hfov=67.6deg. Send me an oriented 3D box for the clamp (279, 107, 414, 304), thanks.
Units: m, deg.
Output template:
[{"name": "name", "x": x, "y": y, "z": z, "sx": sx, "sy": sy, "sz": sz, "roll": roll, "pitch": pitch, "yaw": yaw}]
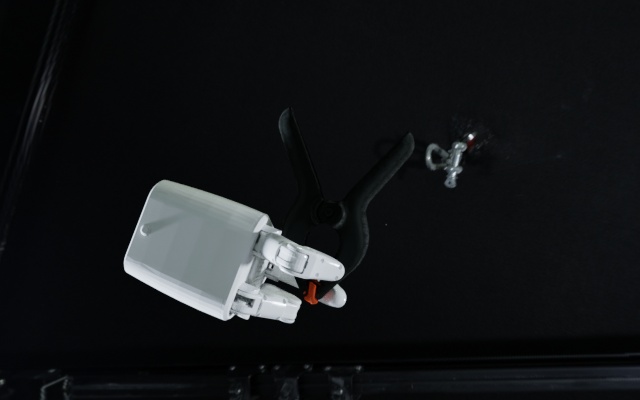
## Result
[{"name": "clamp", "x": 0.000, "y": 0.002, "z": 0.426, "sx": 0.120, "sy": 0.171, "sz": 0.039, "roll": 21, "pitch": 0, "yaw": 10}]
